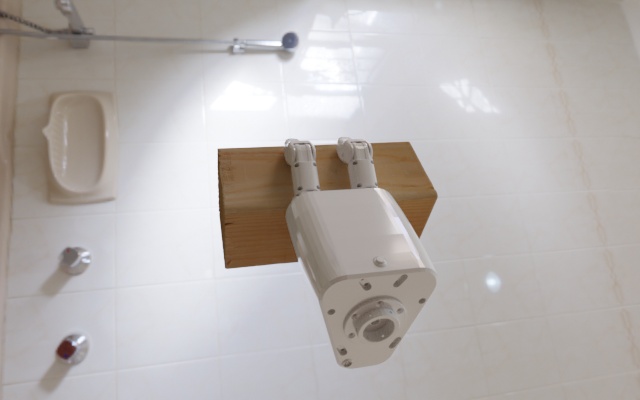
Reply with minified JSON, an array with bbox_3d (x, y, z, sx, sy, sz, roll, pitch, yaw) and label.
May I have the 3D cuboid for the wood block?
[{"bbox_3d":[0.000,0.002,0.499,0.206,0.090,0.091,-3,-44,-15],"label":"wood block"}]
